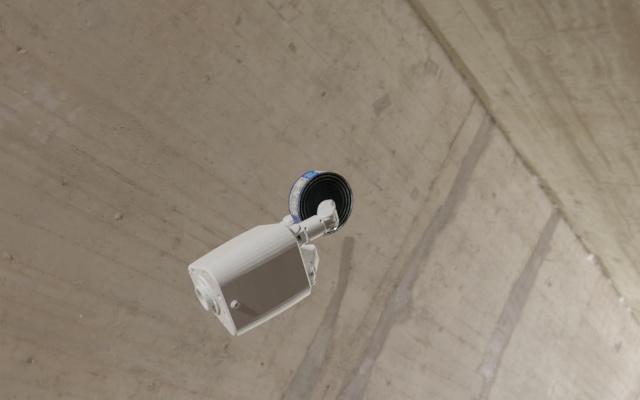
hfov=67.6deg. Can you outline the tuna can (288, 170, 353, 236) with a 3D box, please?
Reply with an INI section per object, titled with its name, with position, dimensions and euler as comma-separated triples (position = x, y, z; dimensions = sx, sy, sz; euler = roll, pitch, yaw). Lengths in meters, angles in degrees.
[tuna can]
position = 0.000, 0.002, 0.646
dimensions = 0.086, 0.086, 0.033
euler = 0, 9, -32
